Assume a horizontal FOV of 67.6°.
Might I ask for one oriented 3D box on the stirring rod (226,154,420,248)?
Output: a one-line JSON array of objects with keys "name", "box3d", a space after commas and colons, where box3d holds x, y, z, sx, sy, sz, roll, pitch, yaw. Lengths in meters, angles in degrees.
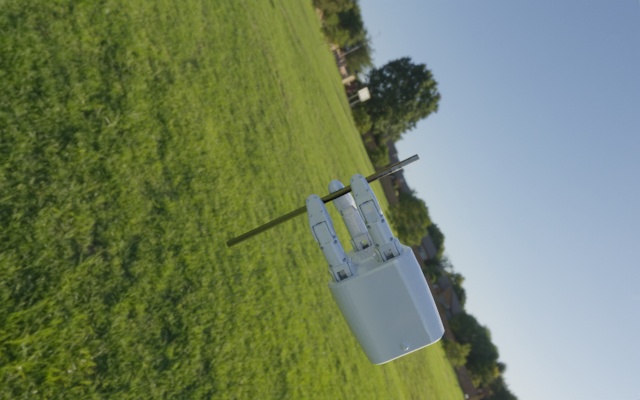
[{"name": "stirring rod", "box3d": [0.000, 0.002, 0.544, 0.239, 0.011, 0.011, -25, -3, 7]}]
